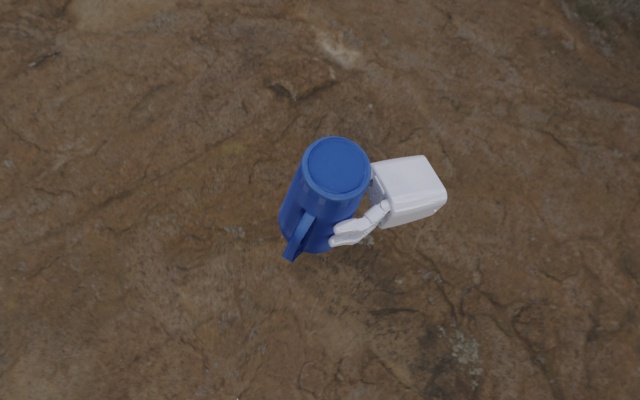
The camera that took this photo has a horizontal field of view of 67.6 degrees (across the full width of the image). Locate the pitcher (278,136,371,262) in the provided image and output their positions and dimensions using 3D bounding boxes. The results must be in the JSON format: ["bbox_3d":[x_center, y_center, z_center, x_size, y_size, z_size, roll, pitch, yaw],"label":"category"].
[{"bbox_3d":[0.000,0.003,0.810,0.145,0.149,0.243,-9,-20,-14],"label":"pitcher"}]
